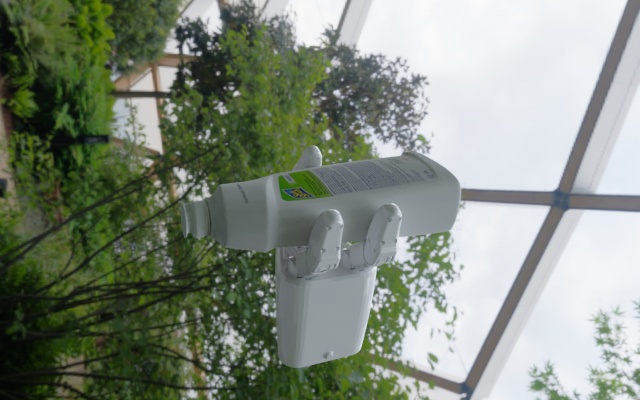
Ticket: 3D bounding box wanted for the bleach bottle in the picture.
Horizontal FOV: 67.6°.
[{"bbox_3d":[0.000,0.001,0.443,0.251,0.068,0.102,-6,25,-22],"label":"bleach bottle"}]
